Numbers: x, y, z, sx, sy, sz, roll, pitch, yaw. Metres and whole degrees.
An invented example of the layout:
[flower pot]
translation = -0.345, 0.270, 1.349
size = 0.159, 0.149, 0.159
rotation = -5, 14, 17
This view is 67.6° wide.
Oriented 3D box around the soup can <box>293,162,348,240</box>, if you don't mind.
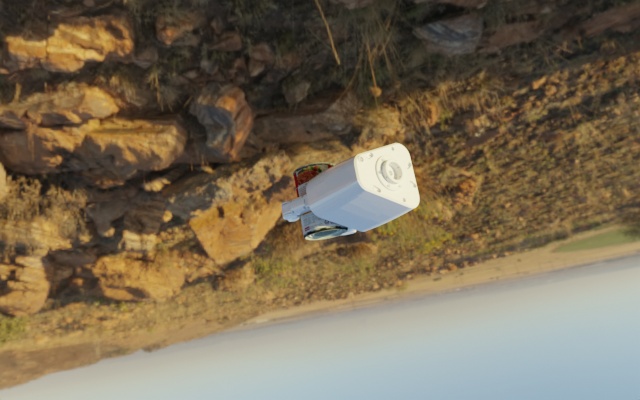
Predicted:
[soup can]
translation = 0.000, 0.003, 0.715
size = 0.068, 0.102, 0.068
rotation = -9, -15, -3
